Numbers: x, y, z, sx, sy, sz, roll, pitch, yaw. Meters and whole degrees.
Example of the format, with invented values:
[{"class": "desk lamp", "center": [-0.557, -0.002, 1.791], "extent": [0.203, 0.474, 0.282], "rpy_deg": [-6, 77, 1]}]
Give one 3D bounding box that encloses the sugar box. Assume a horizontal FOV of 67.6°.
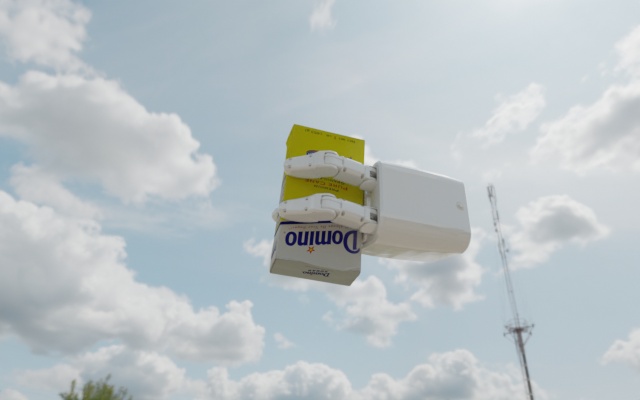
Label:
[{"class": "sugar box", "center": [0.000, 0.001, 0.540], "extent": [0.093, 0.176, 0.048], "rpy_deg": [11, -34, -11]}]
